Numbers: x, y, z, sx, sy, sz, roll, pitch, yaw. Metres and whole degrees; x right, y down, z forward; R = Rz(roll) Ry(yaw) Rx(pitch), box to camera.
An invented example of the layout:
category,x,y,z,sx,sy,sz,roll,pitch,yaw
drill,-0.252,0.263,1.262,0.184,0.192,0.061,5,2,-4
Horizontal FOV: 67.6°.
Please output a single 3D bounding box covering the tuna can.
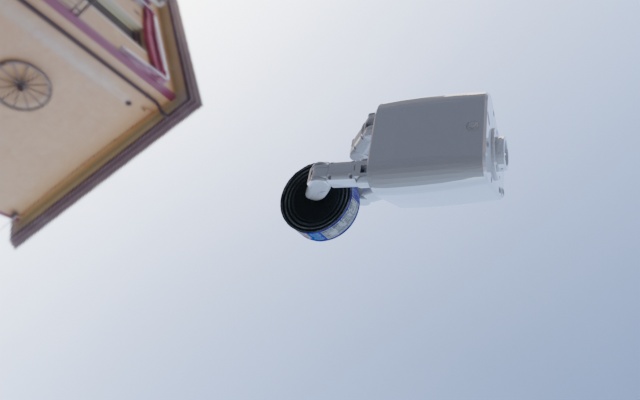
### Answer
category,x,y,z,sx,sy,sz,roll,pitch,yaw
tuna can,0.000,0.002,0.536,0.086,0.086,0.034,0,-24,27
